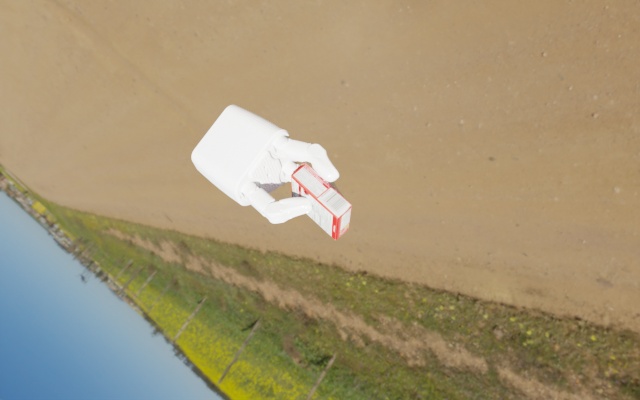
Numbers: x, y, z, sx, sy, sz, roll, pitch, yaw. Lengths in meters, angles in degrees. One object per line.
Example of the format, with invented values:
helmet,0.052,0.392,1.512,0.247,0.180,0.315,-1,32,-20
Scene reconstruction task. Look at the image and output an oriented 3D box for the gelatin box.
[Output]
gelatin box,0.000,0.003,0.632,0.030,0.089,0.073,-41,-20,-19
